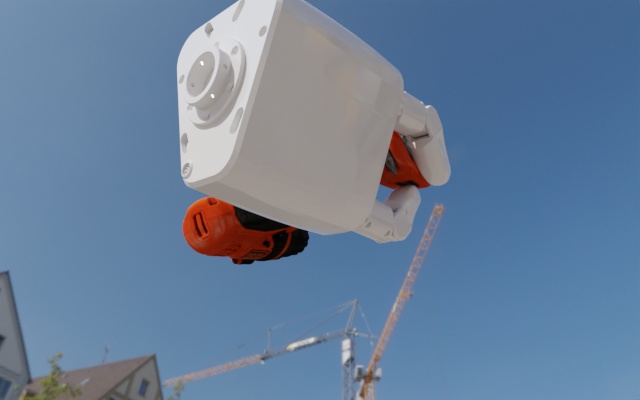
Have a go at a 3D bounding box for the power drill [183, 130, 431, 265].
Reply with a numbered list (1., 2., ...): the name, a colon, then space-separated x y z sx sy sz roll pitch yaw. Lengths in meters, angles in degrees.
1. power drill: 0.000 0.001 0.423 0.188 0.057 0.184 -29 -15 16
